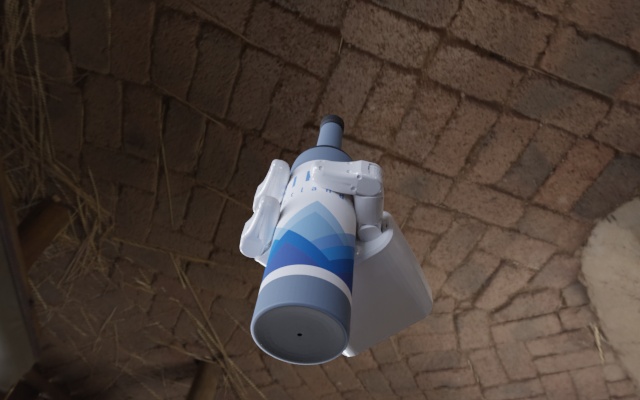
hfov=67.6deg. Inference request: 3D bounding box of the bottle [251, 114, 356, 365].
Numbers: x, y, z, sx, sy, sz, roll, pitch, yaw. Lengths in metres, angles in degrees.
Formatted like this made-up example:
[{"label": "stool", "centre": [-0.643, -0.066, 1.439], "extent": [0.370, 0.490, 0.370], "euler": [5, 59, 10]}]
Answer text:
[{"label": "bottle", "centre": [0.000, 0.002, 0.433], "extent": [0.069, 0.069, 0.295], "euler": [0, 37, 7]}]
